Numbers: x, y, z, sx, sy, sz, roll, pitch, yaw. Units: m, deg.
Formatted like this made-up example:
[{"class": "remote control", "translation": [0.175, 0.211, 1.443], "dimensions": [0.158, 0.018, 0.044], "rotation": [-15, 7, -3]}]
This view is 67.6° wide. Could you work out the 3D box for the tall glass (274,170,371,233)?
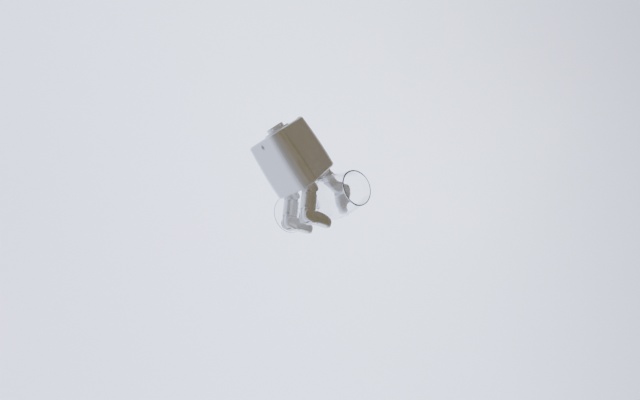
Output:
[{"class": "tall glass", "translation": [0.000, 0.003, 0.860], "dimensions": [0.079, 0.079, 0.201], "rotation": [0, -14, -39]}]
